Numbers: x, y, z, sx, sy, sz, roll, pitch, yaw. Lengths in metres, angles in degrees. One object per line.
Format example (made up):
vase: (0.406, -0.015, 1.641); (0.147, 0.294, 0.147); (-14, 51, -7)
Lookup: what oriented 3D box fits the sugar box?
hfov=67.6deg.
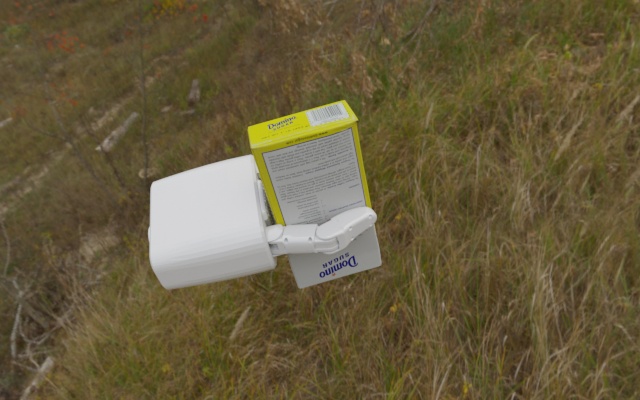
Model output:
sugar box: (0.000, 0.001, 0.458); (0.093, 0.176, 0.048); (-15, 39, -2)
